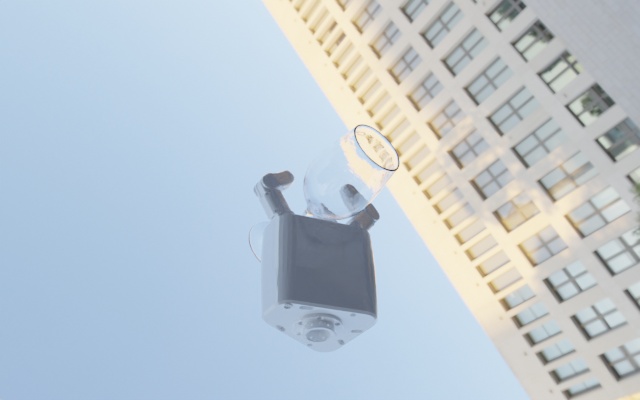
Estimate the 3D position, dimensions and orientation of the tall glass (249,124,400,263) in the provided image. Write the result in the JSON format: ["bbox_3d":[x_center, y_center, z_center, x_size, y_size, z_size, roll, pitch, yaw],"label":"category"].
[{"bbox_3d":[0.000,0.002,0.546,0.079,0.079,0.201,0,-35,-46],"label":"tall glass"}]
